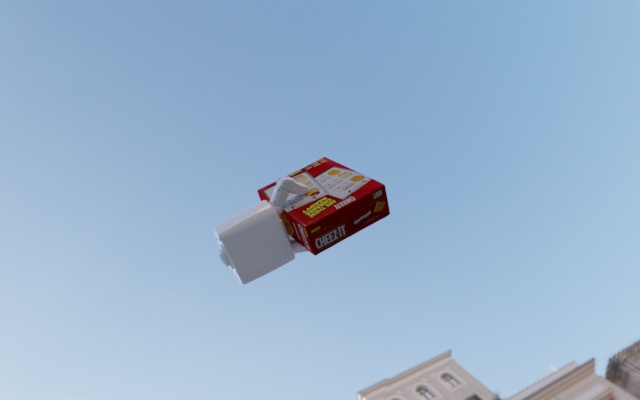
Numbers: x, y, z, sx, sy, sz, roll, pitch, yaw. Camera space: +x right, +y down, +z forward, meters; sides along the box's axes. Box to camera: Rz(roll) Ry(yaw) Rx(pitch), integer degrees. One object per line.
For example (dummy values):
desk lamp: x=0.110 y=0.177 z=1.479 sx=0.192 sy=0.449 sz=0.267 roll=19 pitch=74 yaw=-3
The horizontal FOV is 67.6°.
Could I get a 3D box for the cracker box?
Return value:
cracker box: x=0.000 y=0.003 z=0.892 sx=0.164 sy=0.072 sz=0.213 roll=-28 pitch=30 yaw=-19
